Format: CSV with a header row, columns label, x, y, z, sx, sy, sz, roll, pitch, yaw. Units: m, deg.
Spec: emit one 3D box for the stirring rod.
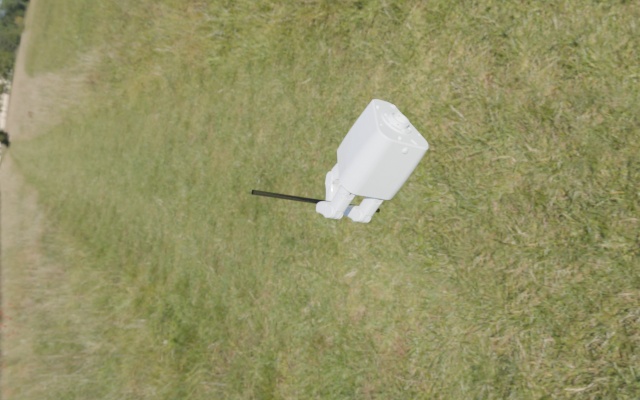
label,x,y,z,sx,sy,sz,roll,pitch,yaw
stirring rod,0.000,0.002,0.778,0.239,0.011,0.011,8,-4,-31
